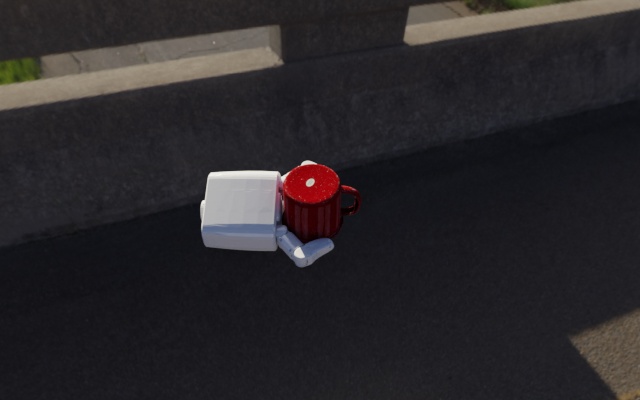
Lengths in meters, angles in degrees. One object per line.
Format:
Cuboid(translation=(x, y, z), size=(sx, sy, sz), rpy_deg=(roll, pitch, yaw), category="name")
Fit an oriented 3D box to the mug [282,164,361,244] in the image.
Cuboid(translation=(0.002, 0.002, 0.686), size=(0.117, 0.093, 0.082), rpy_deg=(0, -41, 0), category="mug")
